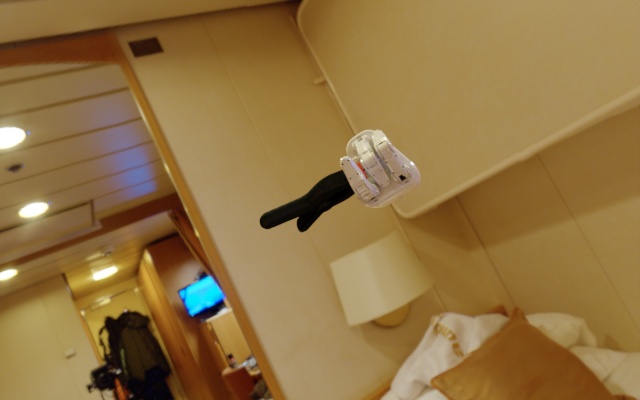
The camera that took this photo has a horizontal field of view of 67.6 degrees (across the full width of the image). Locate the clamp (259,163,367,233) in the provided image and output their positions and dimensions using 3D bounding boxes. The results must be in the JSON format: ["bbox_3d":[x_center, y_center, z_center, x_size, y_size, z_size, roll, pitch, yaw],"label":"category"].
[{"bbox_3d":[0.000,0.002,0.737,0.171,0.039,0.120,-29,-14,14],"label":"clamp"}]
